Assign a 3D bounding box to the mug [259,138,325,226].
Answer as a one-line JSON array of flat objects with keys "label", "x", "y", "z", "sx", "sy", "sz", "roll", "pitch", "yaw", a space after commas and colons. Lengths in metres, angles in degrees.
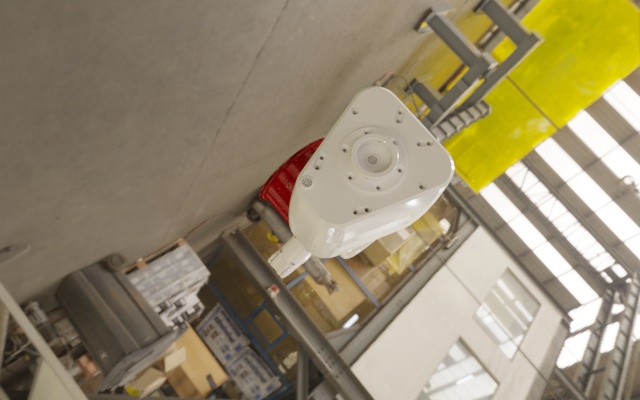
[{"label": "mug", "x": 0.000, "y": 0.002, "z": 0.486, "sx": 0.093, "sy": 0.081, "sz": 0.117, "roll": -38, "pitch": -10, "yaw": -11}]
